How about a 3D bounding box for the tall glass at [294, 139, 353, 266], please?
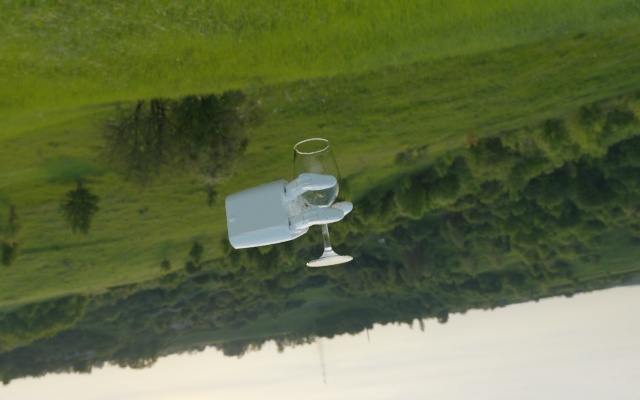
[{"bbox_3d":[0.000,0.003,0.785,0.079,0.201,0.079,-8,-14,-2],"label":"tall glass"}]
